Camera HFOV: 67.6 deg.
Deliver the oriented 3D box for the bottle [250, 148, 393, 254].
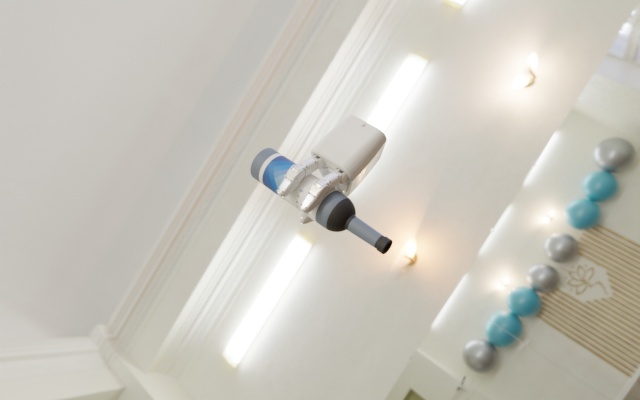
[{"bbox_3d":[0.000,0.003,0.835,0.295,0.069,0.069,34,17,28],"label":"bottle"}]
